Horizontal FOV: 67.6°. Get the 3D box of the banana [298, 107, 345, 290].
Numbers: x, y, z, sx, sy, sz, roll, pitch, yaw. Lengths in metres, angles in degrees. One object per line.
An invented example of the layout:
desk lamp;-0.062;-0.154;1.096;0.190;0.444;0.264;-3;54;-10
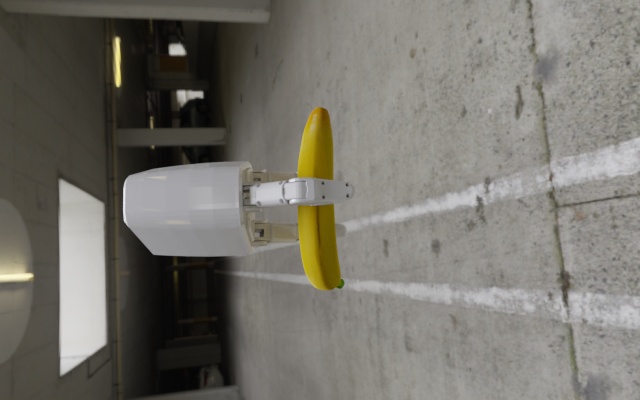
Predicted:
banana;-0.002;0.010;0.471;0.037;0.198;0.069;-2;16;8
